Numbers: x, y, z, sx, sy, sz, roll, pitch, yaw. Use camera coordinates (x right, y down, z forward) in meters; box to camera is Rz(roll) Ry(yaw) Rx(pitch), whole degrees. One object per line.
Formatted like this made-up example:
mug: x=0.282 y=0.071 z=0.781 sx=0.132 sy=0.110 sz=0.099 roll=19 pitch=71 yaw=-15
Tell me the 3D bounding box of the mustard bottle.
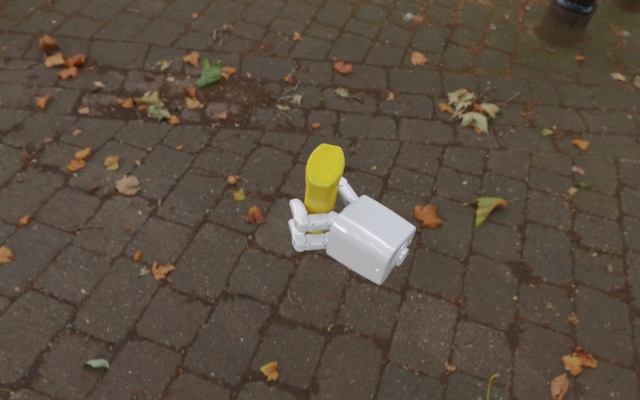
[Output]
mustard bottle: x=0.000 y=0.002 z=0.809 sx=0.058 sy=0.096 sz=0.192 roll=12 pitch=-40 yaw=3
